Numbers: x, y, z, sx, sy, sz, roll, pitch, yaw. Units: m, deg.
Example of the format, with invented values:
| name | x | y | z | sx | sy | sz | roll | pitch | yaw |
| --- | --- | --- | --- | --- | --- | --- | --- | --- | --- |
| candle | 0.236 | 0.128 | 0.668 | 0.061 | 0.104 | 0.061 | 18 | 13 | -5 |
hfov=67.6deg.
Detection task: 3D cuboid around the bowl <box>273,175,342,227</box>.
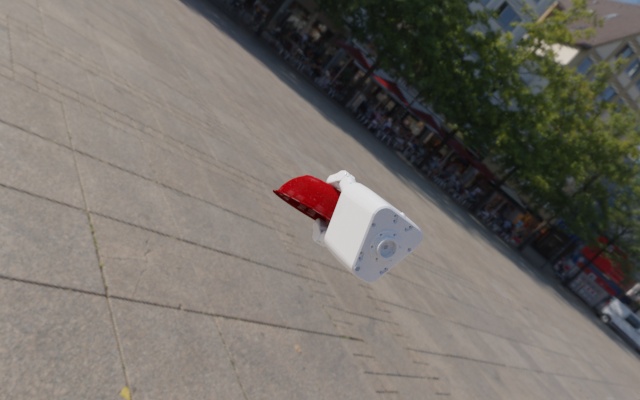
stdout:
| name | x | y | z | sx | sy | sz | roll | pitch | yaw |
| --- | --- | --- | --- | --- | --- | --- | --- | --- | --- |
| bowl | 0.000 | 0.002 | 0.822 | 0.162 | 0.055 | 0.162 | 30 | -7 | 4 |
